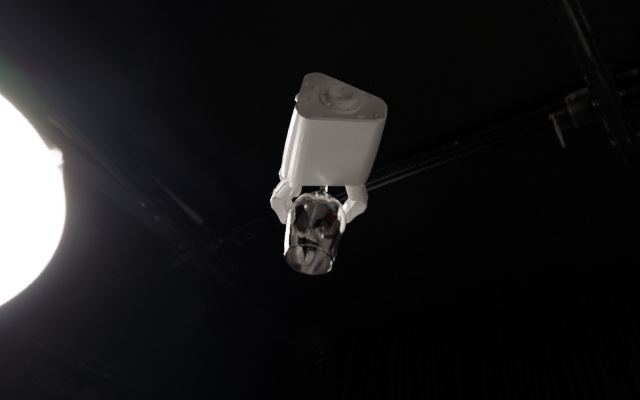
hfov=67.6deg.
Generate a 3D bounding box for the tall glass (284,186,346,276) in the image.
[{"bbox_3d":[0.000,0.002,0.648,0.079,0.200,0.079,6,-43,6],"label":"tall glass"}]
